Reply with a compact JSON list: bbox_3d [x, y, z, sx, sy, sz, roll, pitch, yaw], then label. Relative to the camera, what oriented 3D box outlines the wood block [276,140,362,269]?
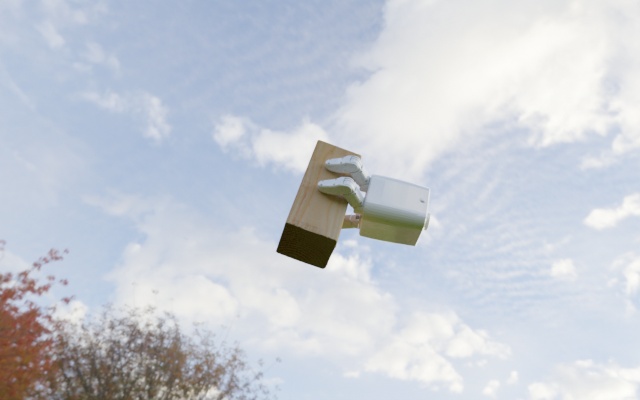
[{"bbox_3d":[0.000,0.003,0.840,0.090,0.206,0.091,20,-42,-1],"label":"wood block"}]
